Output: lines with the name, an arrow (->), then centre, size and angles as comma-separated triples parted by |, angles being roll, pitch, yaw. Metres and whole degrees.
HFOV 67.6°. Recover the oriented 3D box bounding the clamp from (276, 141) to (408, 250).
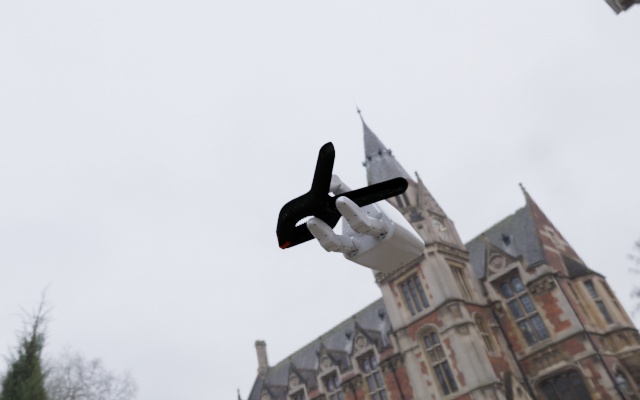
clamp -> 0.000, 0.002, 0.679 | 0.210, 0.036, 0.165 | -35, -41, 25
